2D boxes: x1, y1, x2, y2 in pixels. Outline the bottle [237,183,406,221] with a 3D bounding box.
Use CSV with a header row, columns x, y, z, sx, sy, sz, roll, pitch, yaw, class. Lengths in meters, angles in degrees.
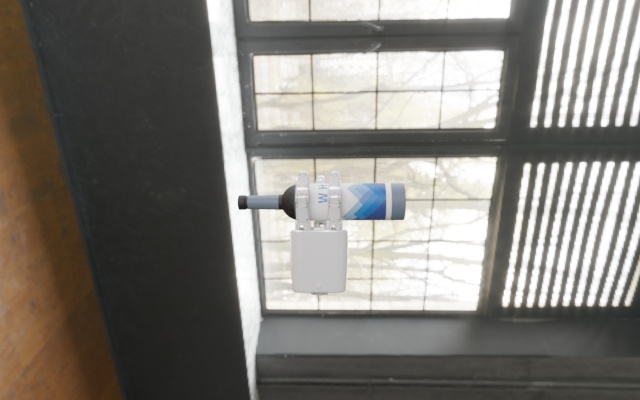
x,y,z,sx,sy,sz,roll,pitch,yaw,class
0.000,0.003,0.852,0.296,0.069,0.069,0,0,3,bottle
